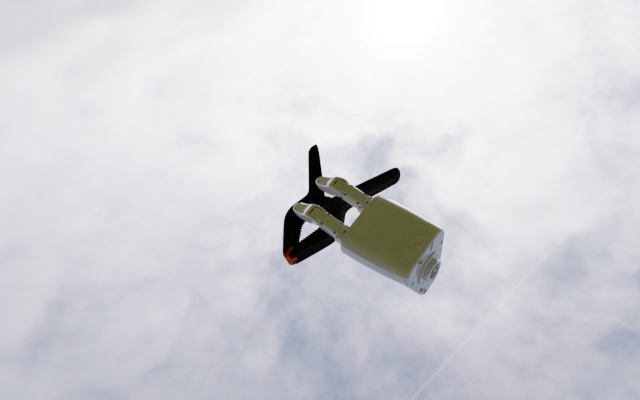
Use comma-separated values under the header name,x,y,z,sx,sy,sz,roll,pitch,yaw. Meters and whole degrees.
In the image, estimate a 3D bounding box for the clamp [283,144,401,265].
name,x,y,z,sx,sy,sz,roll,pitch,yaw
clamp,0.000,0.003,0.728,0.164,0.210,0.036,27,-23,34
